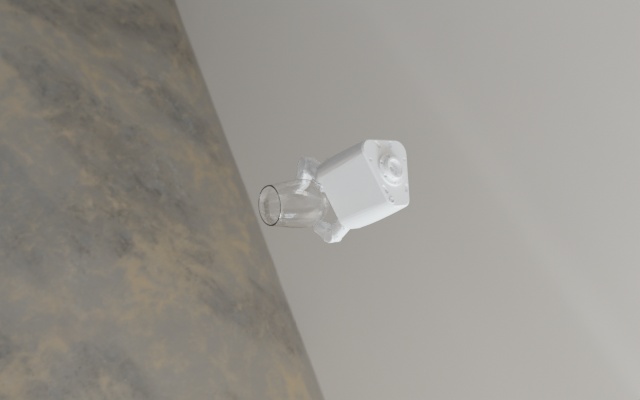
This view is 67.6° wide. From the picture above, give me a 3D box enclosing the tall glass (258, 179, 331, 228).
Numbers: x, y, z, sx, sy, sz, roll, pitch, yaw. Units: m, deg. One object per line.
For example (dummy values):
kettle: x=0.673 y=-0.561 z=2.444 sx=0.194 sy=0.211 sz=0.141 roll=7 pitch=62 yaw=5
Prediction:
tall glass: x=0.001 y=0.003 z=0.777 sx=0.201 sy=0.079 sz=0.079 roll=-4 pitch=2 yaw=-39
